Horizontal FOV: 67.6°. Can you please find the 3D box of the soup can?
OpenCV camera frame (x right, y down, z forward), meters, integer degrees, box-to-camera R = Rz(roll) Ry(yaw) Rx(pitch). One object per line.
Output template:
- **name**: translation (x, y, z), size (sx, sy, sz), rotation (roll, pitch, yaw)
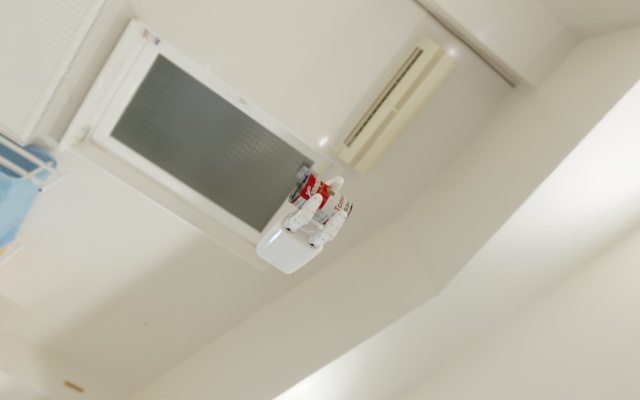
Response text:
- **soup can**: translation (0.001, 0.003, 0.886), size (0.102, 0.068, 0.068), rotation (35, -9, -13)
